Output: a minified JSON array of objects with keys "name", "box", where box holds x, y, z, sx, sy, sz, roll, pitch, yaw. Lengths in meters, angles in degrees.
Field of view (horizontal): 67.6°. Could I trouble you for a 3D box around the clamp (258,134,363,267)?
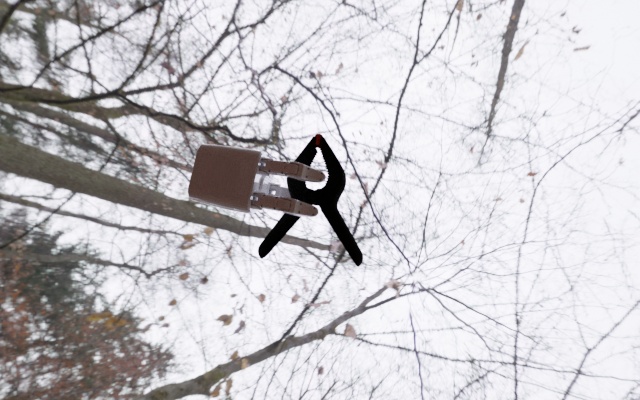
[{"name":"clamp","box":[0.000,0.002,0.749,0.164,0.210,0.036,11,-7,10]}]
